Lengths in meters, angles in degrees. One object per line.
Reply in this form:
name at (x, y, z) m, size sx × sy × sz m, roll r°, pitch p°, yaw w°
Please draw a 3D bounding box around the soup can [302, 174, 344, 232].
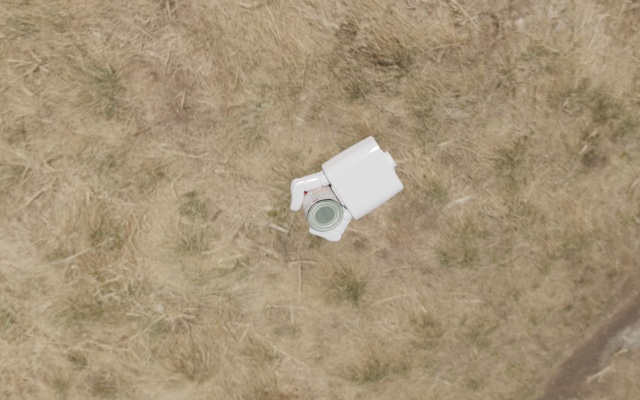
soup can at (0.000, 0.003, 0.878) m, size 0.068 × 0.068 × 0.102 m, roll 0°, pitch 29°, yaw -12°
